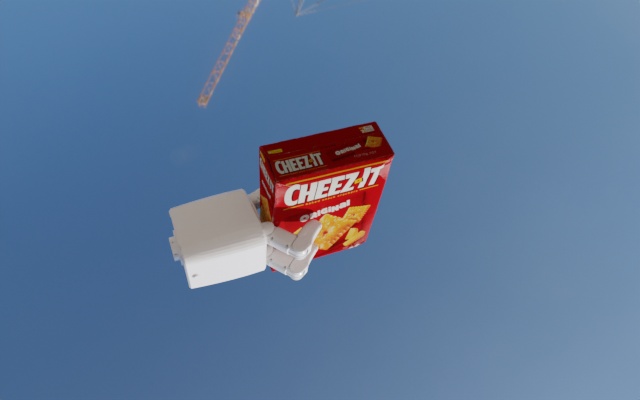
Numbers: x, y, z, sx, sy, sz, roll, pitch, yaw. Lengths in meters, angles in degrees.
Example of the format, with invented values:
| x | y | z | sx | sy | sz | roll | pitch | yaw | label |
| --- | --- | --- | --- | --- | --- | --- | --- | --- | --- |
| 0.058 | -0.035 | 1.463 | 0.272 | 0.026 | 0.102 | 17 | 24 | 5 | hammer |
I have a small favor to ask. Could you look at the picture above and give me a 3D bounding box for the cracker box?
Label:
| x | y | z | sx | sy | sz | roll | pitch | yaw | label |
| --- | --- | --- | --- | --- | --- | --- | --- | --- | --- |
| 0.000 | 0.002 | 0.675 | 0.164 | 0.072 | 0.214 | -15 | -33 | -18 | cracker box |
